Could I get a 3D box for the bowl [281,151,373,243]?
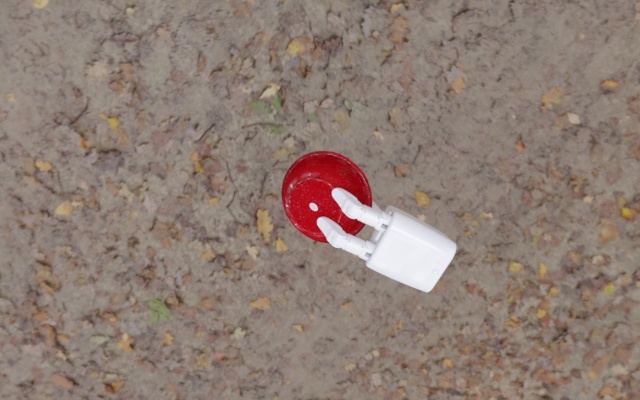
[{"bbox_3d":[-0.001,0.002,0.780,0.162,0.162,0.055,0,15,21],"label":"bowl"}]
